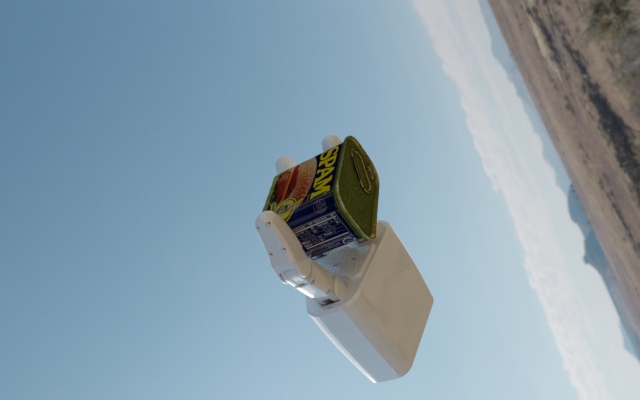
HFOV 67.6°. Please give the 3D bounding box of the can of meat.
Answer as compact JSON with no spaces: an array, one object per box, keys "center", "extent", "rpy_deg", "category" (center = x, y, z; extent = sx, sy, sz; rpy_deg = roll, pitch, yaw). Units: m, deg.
[{"center":[0.000,0.001,0.415],"extent":[0.084,0.057,0.102],"rpy_deg":[-24,30,26],"category":"can of meat"}]
